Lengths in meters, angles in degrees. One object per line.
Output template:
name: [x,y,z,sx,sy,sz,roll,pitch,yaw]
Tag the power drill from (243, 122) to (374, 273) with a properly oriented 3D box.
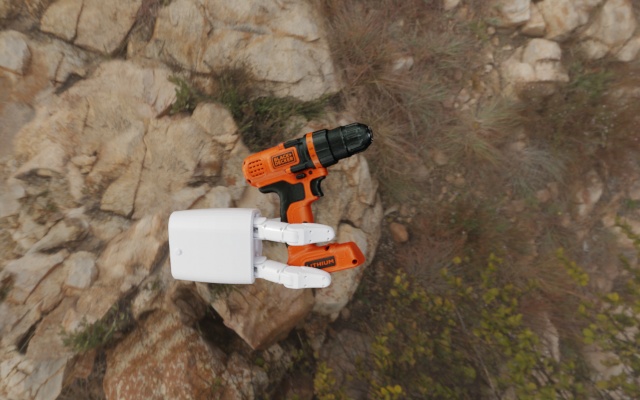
power drill: [0.000,0.003,0.641,0.184,0.187,0.057,-16,-4,17]
